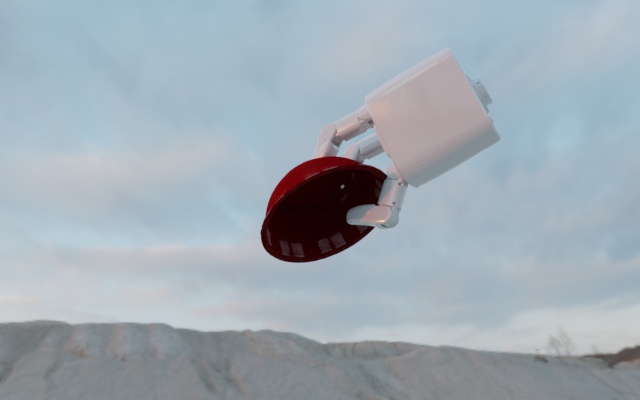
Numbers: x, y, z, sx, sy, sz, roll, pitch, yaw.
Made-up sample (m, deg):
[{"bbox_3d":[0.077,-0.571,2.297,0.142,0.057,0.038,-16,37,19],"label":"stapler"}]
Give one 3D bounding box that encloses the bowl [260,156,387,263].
[{"bbox_3d":[-0.001,0.002,0.555,0.162,0.055,0.162,-18,-38,-15],"label":"bowl"}]
